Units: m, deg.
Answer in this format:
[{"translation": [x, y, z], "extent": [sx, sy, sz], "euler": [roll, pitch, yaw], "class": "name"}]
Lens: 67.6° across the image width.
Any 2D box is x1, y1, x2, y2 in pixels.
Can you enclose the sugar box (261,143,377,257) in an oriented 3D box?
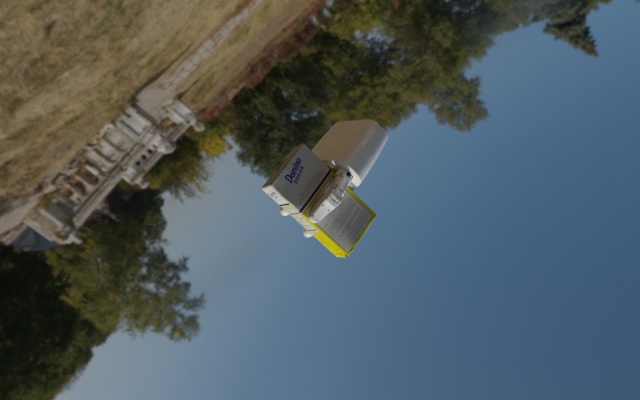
[{"translation": [0.000, 0.003, 0.768], "extent": [0.176, 0.093, 0.048], "euler": [43, -23, -16], "class": "sugar box"}]
